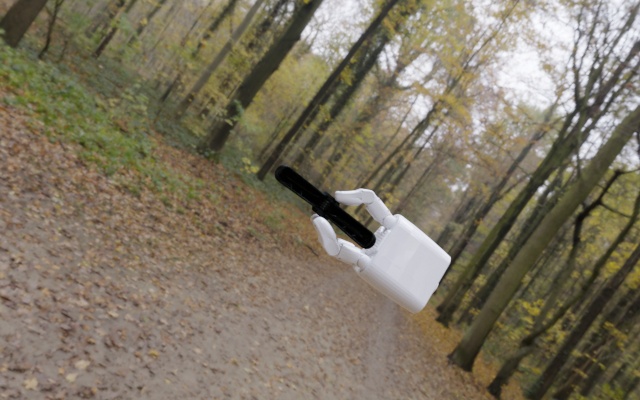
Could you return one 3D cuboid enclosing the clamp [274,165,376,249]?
[{"bbox_3d":[0.001,0.002,0.722,0.164,0.036,0.210,39,1,-6],"label":"clamp"}]
